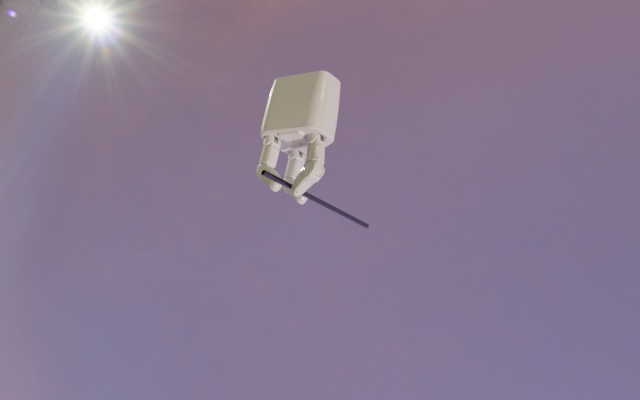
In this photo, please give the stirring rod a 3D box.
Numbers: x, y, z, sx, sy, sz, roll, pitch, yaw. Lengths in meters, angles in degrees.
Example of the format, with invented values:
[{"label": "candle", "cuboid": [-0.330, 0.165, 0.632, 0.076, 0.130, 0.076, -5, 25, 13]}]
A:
[{"label": "stirring rod", "cuboid": [0.000, 0.002, 0.751, 0.011, 0.011, 0.239, 0, -20, 46]}]
